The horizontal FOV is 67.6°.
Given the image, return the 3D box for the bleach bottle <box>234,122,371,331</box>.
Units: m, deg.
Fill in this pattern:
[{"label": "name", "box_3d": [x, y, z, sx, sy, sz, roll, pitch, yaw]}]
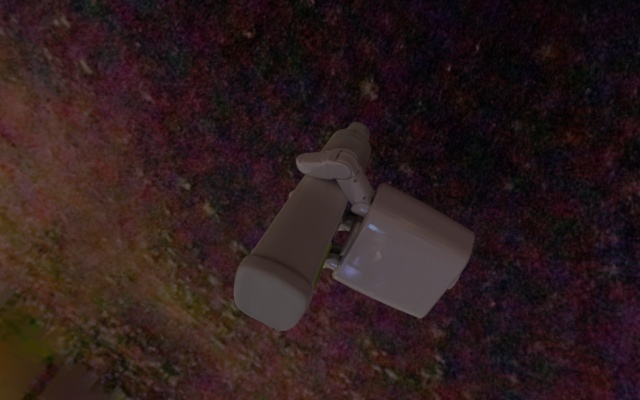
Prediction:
[{"label": "bleach bottle", "box_3d": [0.000, 0.002, 0.489, 0.068, 0.250, 0.103, 26, -36, 3]}]
